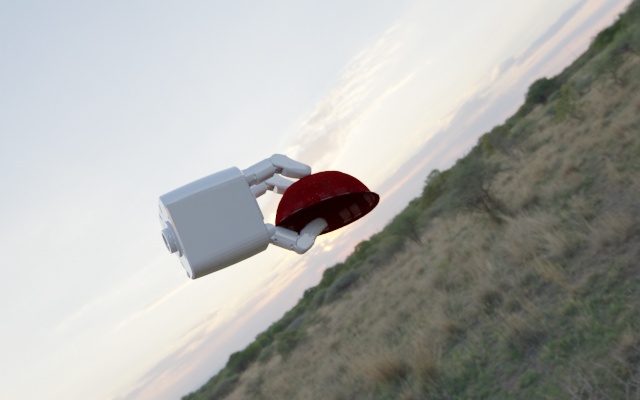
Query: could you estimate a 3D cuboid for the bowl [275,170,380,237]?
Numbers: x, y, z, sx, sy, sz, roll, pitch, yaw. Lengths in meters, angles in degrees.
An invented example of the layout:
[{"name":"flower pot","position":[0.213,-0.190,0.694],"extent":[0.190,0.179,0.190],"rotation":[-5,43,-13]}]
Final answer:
[{"name":"bowl","position":[0.001,0.002,0.678],"extent":[0.162,0.055,0.162],"rotation":[-17,-19,-6]}]
